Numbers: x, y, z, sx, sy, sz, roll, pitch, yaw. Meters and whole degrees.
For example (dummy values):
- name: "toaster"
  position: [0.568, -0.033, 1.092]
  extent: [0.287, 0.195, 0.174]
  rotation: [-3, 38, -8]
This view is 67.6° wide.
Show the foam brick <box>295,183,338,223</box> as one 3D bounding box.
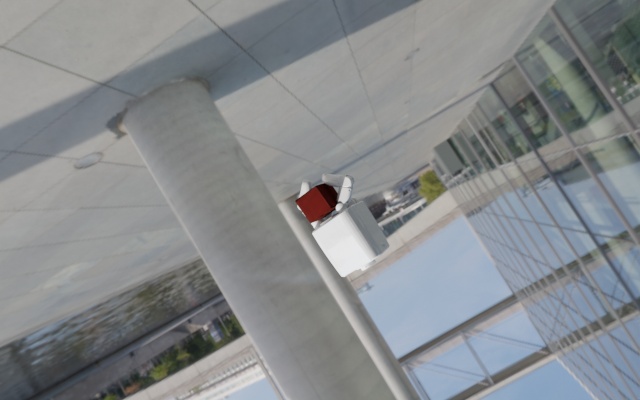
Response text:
- name: "foam brick"
  position: [0.000, 0.003, 0.895]
  extent: [0.053, 0.051, 0.078]
  rotation: [-36, -7, 22]
